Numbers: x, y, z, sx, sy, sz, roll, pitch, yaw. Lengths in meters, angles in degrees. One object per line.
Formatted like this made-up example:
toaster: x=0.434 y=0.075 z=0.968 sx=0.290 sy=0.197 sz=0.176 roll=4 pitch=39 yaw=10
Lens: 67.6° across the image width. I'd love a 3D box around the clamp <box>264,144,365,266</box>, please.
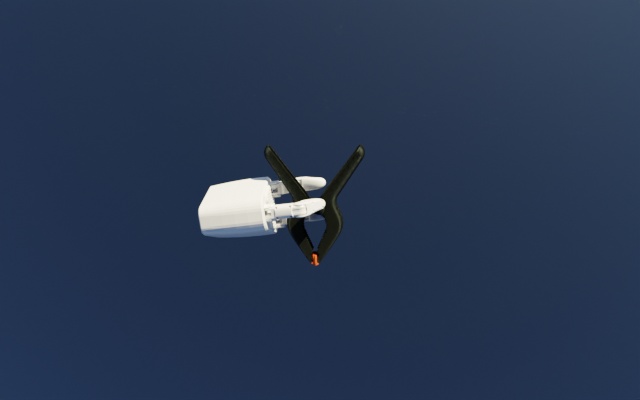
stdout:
clamp: x=0.000 y=0.003 z=0.796 sx=0.164 sy=0.210 sz=0.036 roll=-6 pitch=10 yaw=6
